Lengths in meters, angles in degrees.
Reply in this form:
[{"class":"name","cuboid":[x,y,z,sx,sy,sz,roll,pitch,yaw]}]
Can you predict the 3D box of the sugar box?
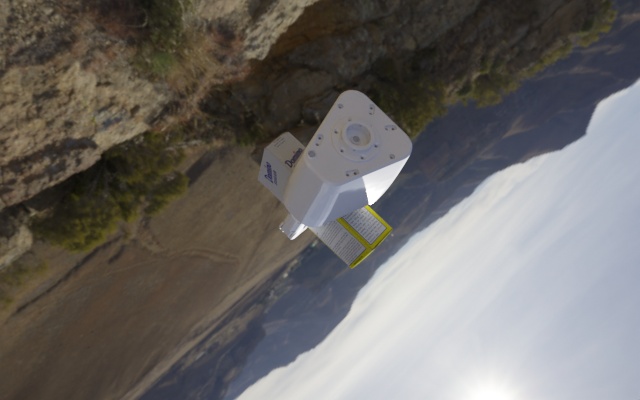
[{"class":"sugar box","cuboid":[0.001,0.002,0.598,0.048,0.176,0.093,-41,-8,-25]}]
